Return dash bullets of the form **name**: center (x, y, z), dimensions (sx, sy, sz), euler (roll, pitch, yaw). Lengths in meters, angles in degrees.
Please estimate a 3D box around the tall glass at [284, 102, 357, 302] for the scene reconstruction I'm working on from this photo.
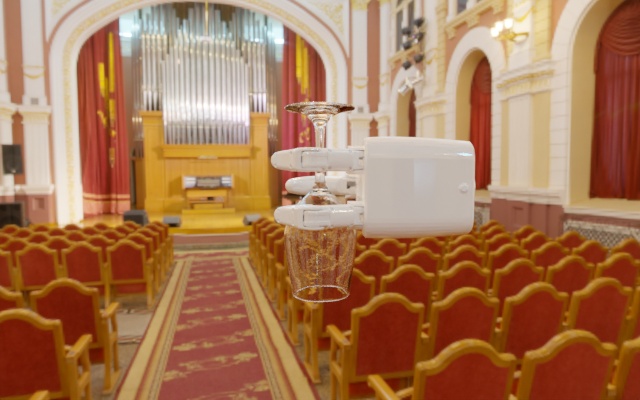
- **tall glass**: center (0.000, 0.001, 0.507), dimensions (0.079, 0.201, 0.079), euler (0, 3, 0)
